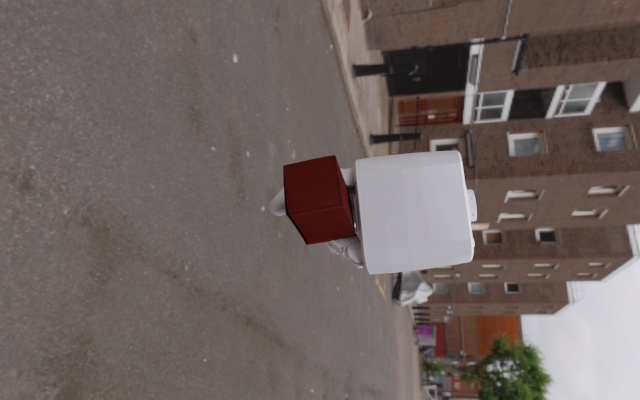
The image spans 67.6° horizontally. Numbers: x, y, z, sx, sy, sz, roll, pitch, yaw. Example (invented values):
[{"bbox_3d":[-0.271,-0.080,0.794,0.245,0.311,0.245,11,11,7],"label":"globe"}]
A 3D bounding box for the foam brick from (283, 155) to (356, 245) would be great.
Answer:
[{"bbox_3d":[0.000,0.001,0.453,0.051,0.053,0.078,-11,-27,9],"label":"foam brick"}]
